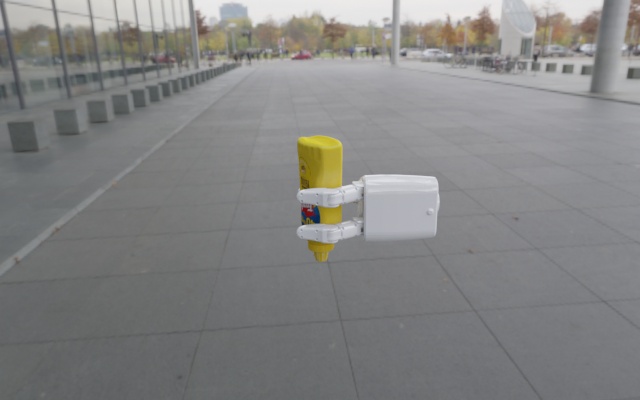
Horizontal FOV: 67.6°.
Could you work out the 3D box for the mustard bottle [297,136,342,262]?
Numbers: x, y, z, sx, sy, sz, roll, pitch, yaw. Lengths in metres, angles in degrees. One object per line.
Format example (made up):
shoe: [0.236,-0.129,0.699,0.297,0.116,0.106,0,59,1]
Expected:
mustard bottle: [0.000,0.002,0.726,0.058,0.192,0.096,-9,19,-23]
